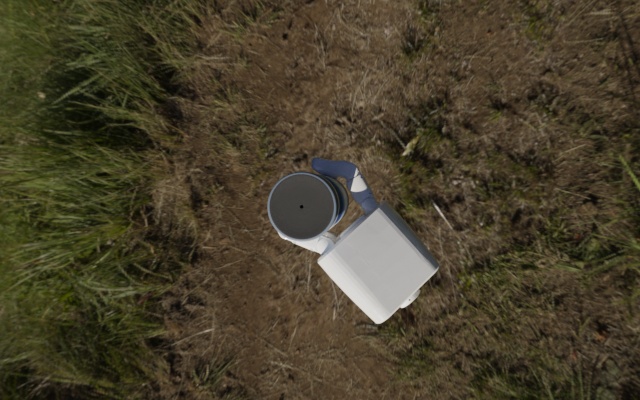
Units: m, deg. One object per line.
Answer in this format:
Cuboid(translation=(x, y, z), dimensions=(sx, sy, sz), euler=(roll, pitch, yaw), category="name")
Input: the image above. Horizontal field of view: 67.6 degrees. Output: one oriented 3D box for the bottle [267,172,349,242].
Cuboid(translation=(0.000, 0.002, 0.596), dimensions=(0.069, 0.069, 0.295), euler=(0, 2, 7), category="bottle")
